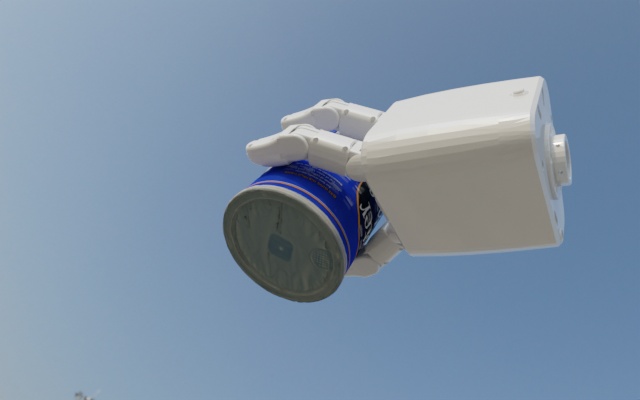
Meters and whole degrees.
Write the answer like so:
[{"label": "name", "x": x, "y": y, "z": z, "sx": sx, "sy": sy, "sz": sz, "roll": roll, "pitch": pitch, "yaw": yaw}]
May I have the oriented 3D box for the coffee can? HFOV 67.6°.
[{"label": "coffee can", "x": 0.000, "y": 0.001, "z": 0.404, "sx": 0.103, "sy": 0.103, "sz": 0.140, "roll": 0, "pitch": 30, "yaw": 30}]
